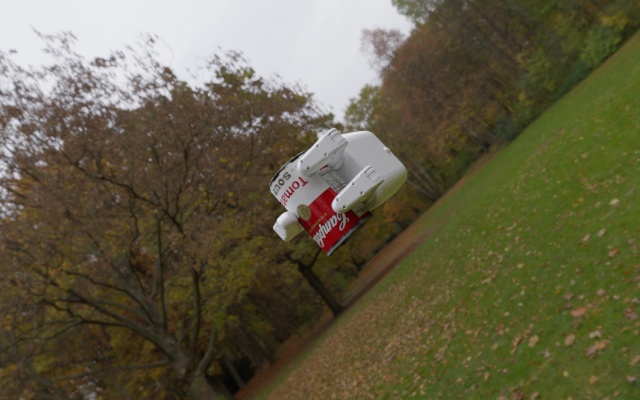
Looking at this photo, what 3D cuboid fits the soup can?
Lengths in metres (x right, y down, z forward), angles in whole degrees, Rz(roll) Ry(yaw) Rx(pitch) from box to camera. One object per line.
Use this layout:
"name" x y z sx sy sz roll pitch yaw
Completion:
"soup can" 0.000 0.002 0.530 0.068 0.102 0.068 -41 -9 -8
